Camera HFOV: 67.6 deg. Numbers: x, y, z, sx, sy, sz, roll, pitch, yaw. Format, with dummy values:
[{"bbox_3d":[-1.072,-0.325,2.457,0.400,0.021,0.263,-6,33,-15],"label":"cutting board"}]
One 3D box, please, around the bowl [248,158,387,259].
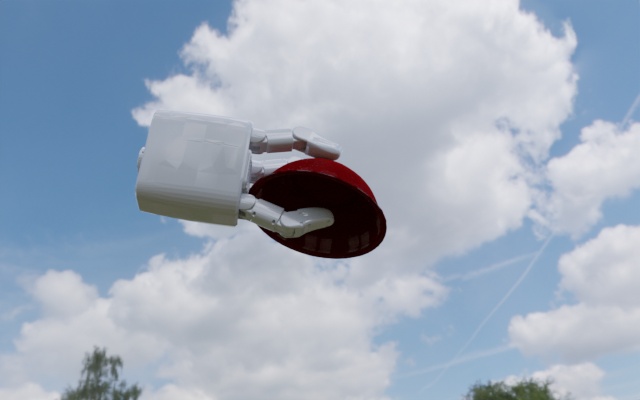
[{"bbox_3d":[0.001,0.002,0.553,0.162,0.055,0.162,11,-37,8],"label":"bowl"}]
